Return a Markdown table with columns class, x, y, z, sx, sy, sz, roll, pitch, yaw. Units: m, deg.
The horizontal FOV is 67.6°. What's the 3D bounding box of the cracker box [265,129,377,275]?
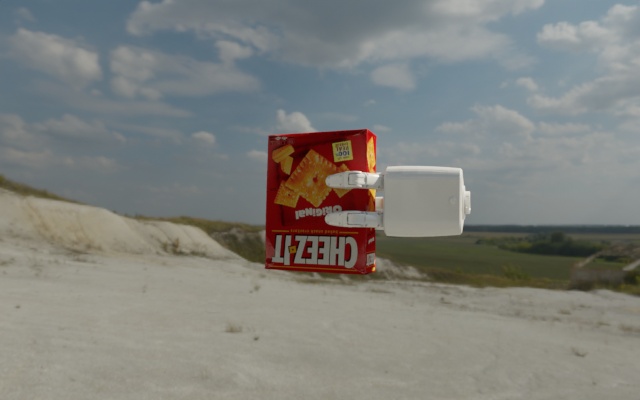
| class | x | y | z | sx | sy | sz | roll | pitch | yaw |
| --- | --- | --- | --- | --- | --- | --- | --- | --- | --- |
| cracker box | 0.000 | 0.002 | 0.737 | 0.164 | 0.213 | 0.072 | 0 | -3 | 20 |
